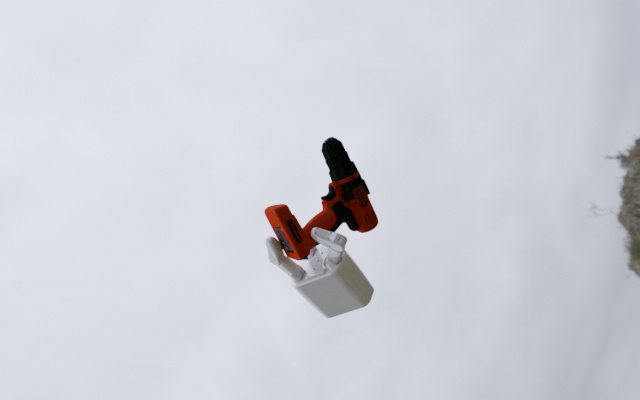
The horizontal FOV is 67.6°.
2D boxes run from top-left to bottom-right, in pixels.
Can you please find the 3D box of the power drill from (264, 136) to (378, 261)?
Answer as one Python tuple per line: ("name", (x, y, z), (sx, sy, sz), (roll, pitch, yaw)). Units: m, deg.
("power drill", (0.000, 0.003, 0.828), (0.187, 0.184, 0.057), (-30, 9, -25))
